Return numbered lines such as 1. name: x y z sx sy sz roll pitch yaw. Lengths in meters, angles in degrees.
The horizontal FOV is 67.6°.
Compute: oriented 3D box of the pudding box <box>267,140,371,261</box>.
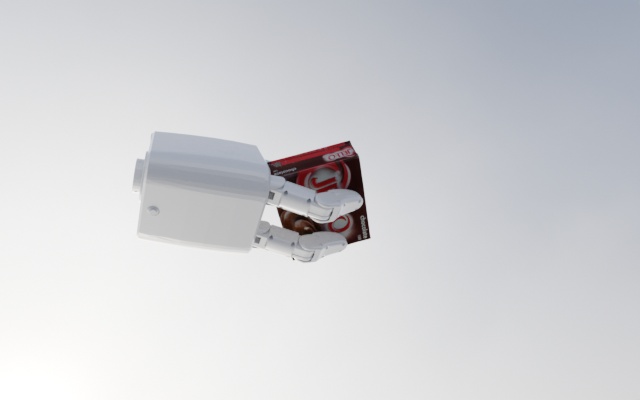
1. pudding box: 0.000 0.002 0.496 0.090 0.114 0.039 -15 40 -3
